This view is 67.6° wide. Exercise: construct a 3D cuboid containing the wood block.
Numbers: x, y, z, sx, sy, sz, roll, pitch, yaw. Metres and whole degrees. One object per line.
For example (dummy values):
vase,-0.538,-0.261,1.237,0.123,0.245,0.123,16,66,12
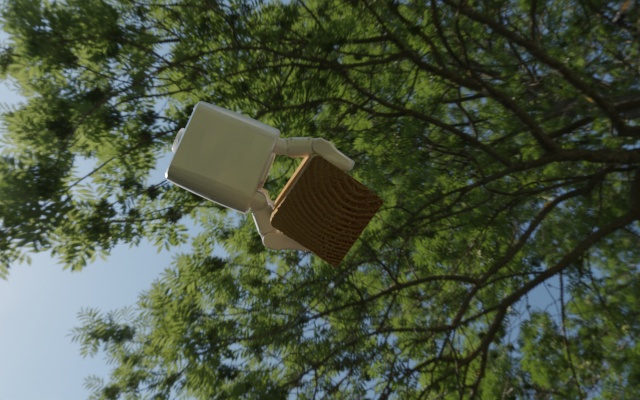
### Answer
wood block,0.000,0.001,0.598,0.090,0.091,0.206,34,3,-7
